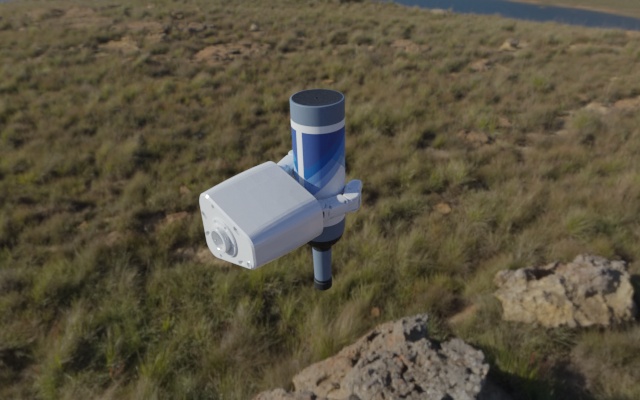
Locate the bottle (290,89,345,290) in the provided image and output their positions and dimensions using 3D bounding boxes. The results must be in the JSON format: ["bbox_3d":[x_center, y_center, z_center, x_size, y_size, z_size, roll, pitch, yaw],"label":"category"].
[{"bbox_3d":[0.000,0.002,0.649,0.069,0.296,0.069,-1,31,1],"label":"bottle"}]
